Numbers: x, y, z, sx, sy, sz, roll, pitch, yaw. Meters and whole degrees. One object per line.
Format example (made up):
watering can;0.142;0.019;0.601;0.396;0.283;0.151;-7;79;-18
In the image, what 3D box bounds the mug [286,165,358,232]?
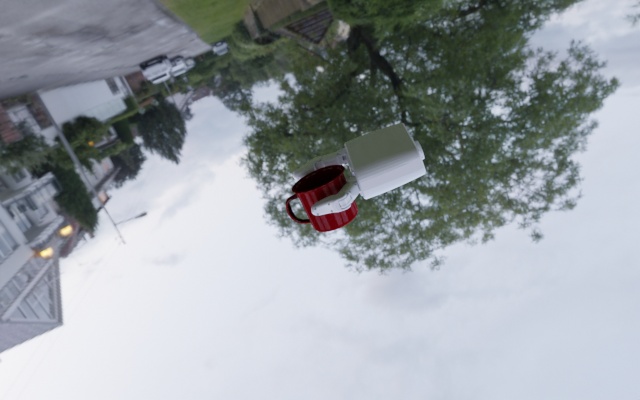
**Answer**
mug;-0.001;0.003;0.787;0.117;0.081;0.093;-21;20;8
